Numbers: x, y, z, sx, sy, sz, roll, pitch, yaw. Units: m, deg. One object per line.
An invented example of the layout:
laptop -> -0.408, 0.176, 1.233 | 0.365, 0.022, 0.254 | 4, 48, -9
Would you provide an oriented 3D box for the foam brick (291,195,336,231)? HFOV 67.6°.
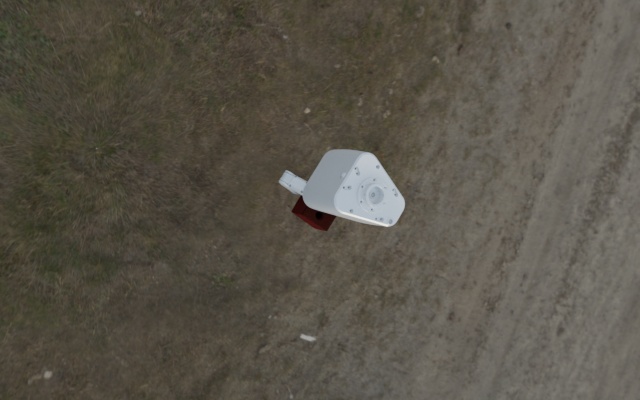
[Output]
foam brick -> 0.000, 0.003, 0.769 | 0.053, 0.078, 0.051 | 35, -8, -23
